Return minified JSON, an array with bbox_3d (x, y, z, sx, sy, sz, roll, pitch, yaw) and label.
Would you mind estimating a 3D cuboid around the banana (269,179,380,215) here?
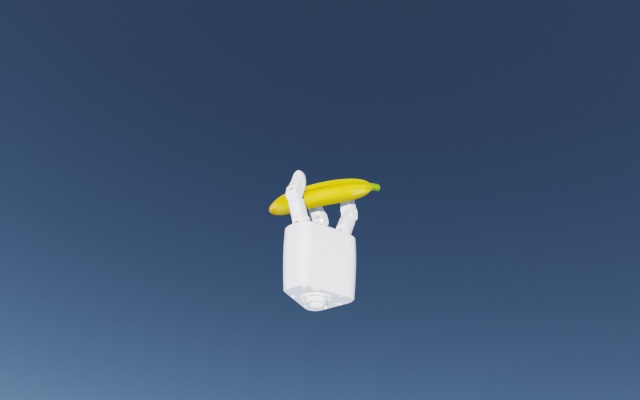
[{"bbox_3d":[-0.001,-0.004,0.797,0.198,0.037,0.070,-10,-22,12],"label":"banana"}]
